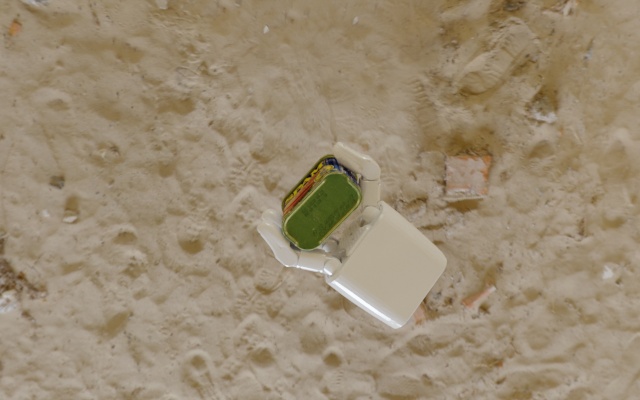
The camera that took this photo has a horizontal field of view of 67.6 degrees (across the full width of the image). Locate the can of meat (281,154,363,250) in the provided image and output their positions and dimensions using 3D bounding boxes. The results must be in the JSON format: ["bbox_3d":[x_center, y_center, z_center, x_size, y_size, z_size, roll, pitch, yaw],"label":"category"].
[{"bbox_3d":[0.000,0.002,0.554,0.057,0.102,0.084,41,11,-13],"label":"can of meat"}]
